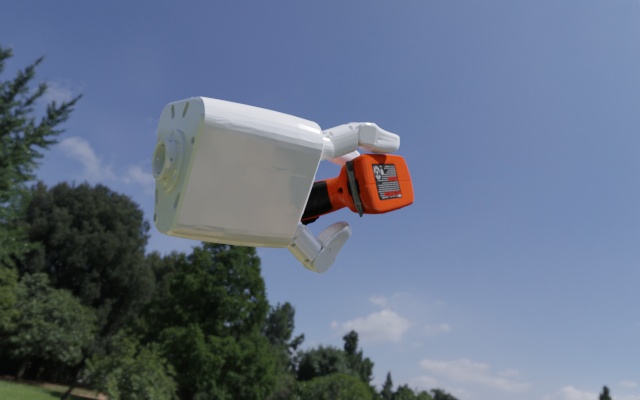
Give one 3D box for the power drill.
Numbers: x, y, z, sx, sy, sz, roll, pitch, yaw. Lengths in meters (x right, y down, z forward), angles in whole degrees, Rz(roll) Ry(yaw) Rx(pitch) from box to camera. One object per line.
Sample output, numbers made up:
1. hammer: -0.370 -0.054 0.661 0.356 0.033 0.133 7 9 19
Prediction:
1. power drill: 0.000 0.002 0.516 0.188 0.057 0.184 -17 -3 32
